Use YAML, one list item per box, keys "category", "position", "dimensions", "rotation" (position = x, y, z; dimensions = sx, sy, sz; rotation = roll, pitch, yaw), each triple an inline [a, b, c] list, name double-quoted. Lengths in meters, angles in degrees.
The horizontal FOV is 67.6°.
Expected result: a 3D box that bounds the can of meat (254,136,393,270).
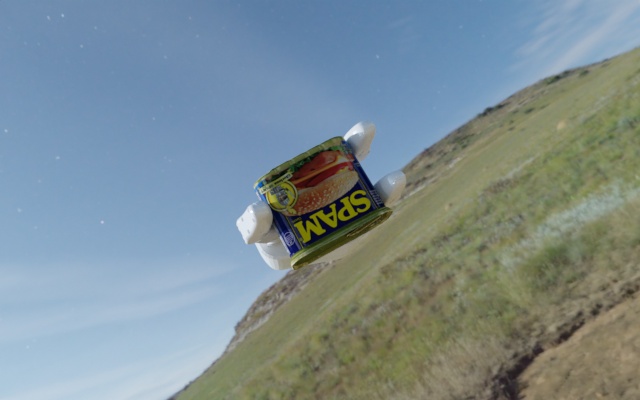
- category: "can of meat"
  position: [0.000, 0.001, 0.437]
  dimensions: [0.102, 0.084, 0.057]
  rotation: [-28, -14, -7]
